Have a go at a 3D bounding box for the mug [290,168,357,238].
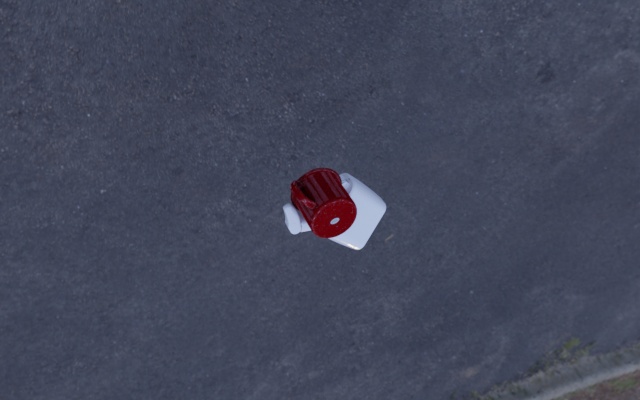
[{"bbox_3d":[-0.001,0.002,0.767,0.117,0.093,0.081,29,20,-41],"label":"mug"}]
